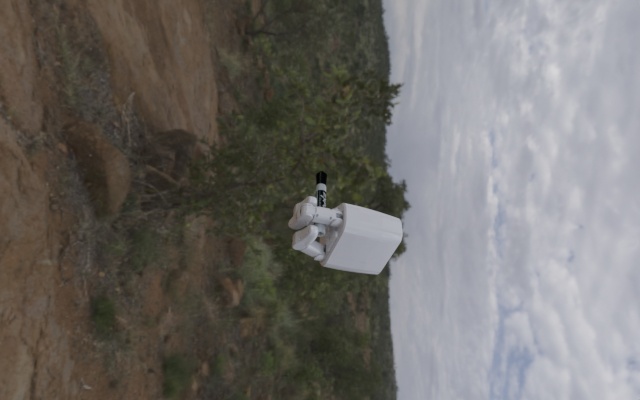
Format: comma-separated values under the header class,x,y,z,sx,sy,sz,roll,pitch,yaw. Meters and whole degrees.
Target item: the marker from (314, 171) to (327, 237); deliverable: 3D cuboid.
class,x,y,z,sx,sy,sz,roll,pitch,yaw
marker,0.000,0.003,0.788,0.020,0.121,0.020,1,-33,1
